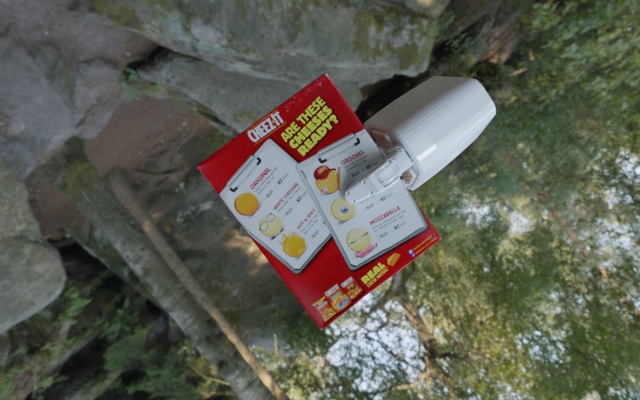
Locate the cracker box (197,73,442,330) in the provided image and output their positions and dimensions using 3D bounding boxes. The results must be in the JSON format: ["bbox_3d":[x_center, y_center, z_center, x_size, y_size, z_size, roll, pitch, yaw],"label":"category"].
[{"bbox_3d":[0.000,0.002,0.519,0.164,0.214,0.072,-37,6,-4],"label":"cracker box"}]
